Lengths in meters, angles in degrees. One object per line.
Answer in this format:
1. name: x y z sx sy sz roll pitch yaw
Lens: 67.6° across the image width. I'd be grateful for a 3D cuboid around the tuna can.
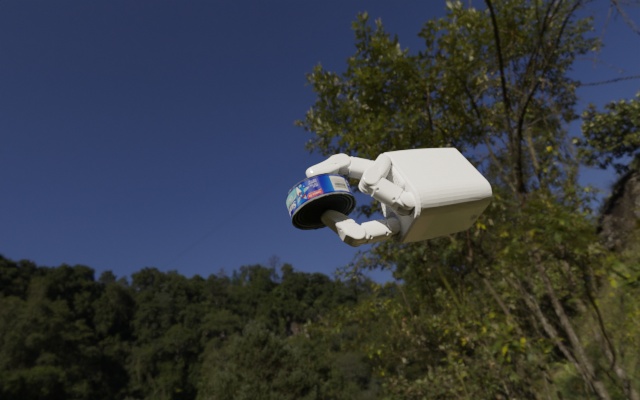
1. tuna can: 0.000 0.002 0.608 0.086 0.033 0.086 -16 -28 -9
